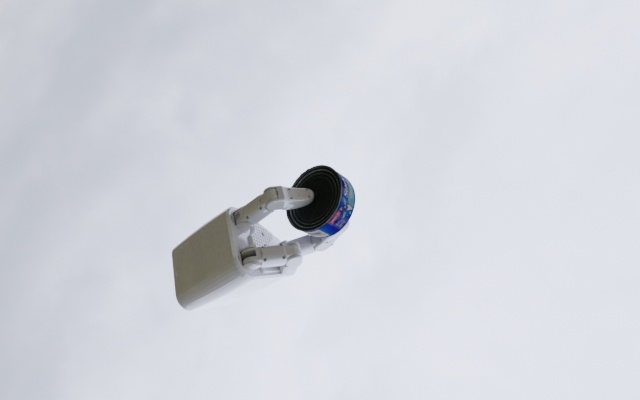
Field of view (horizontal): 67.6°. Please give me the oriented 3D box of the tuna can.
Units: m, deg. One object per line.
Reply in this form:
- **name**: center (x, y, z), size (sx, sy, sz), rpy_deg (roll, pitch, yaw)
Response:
- **tuna can**: center (0.000, 0.002, 0.587), size (0.086, 0.086, 0.034), rpy_deg (0, -20, 40)
